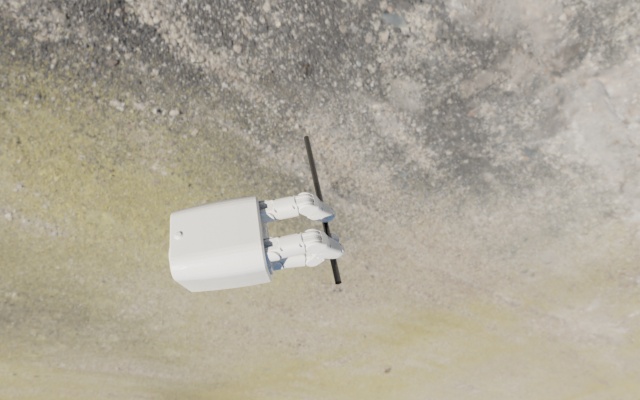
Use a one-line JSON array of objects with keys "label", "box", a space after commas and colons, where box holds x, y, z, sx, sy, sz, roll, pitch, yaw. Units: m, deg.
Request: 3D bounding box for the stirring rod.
[{"label": "stirring rod", "box": [0.000, 0.002, 0.630, 0.011, 0.239, 0.011, -8, -37, -6]}]
